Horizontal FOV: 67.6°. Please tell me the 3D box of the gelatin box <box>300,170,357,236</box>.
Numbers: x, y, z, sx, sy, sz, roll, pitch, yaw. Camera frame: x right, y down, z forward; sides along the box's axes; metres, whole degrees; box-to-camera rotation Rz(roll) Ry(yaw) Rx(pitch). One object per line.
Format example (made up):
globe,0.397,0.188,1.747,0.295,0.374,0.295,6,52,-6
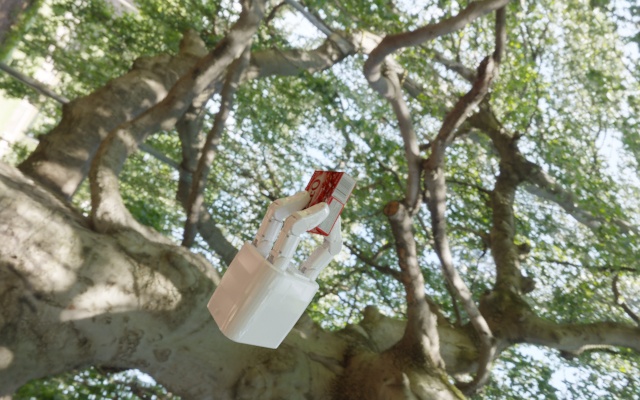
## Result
gelatin box,0.001,0.002,0.657,0.030,0.089,0.073,36,-15,-30
